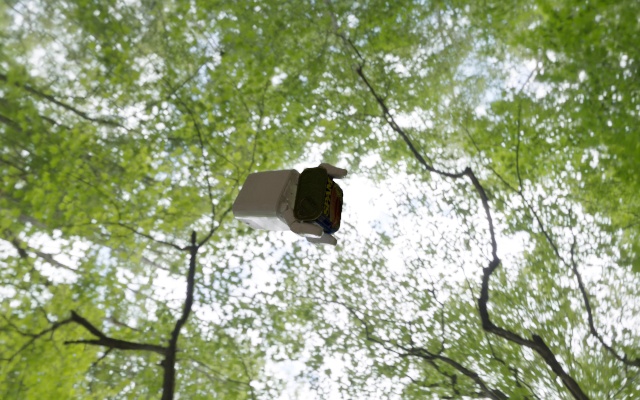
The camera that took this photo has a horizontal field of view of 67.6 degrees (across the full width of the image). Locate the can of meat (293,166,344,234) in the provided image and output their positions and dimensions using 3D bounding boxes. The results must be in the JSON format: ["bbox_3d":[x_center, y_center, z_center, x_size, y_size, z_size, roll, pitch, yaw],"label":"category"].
[{"bbox_3d":[0.000,0.003,0.857,0.057,0.102,0.084,-4,-25,27],"label":"can of meat"}]
